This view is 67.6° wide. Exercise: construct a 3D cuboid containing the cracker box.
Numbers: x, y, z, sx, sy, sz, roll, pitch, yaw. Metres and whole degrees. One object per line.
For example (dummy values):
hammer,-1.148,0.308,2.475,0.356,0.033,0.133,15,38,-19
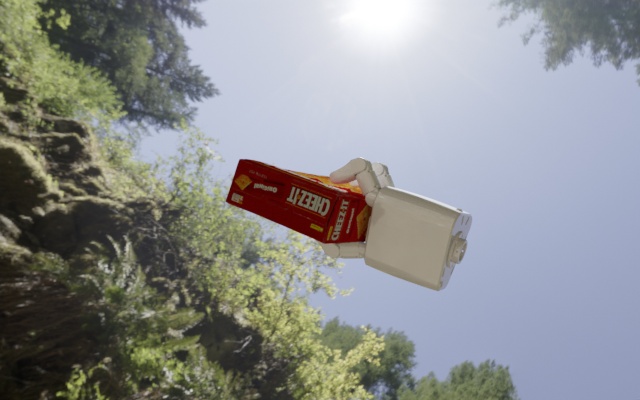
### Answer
cracker box,0.000,0.002,0.686,0.164,0.072,0.214,20,6,29
